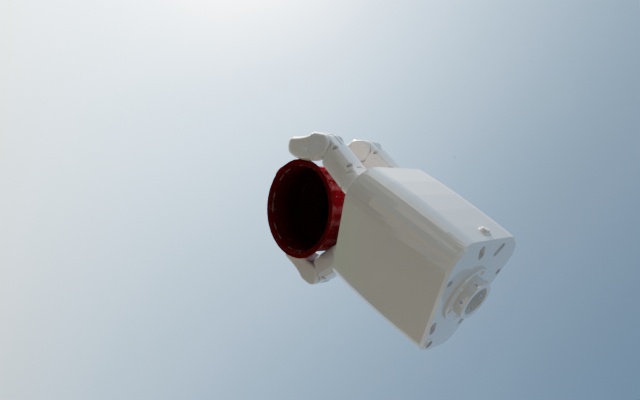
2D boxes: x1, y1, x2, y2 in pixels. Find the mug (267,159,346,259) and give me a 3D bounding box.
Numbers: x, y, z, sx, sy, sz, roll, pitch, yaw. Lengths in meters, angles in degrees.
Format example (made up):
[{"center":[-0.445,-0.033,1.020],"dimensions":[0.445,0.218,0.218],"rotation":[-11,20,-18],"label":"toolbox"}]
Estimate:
[{"center":[-0.001,0.001,0.480],"dimensions":[0.081,0.093,0.117],"rotation":[1,32,-44],"label":"mug"}]
